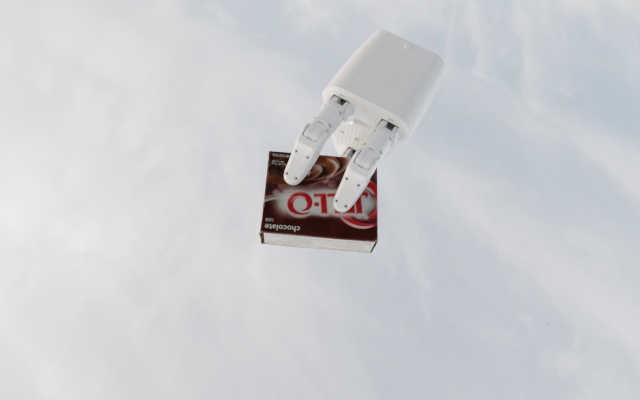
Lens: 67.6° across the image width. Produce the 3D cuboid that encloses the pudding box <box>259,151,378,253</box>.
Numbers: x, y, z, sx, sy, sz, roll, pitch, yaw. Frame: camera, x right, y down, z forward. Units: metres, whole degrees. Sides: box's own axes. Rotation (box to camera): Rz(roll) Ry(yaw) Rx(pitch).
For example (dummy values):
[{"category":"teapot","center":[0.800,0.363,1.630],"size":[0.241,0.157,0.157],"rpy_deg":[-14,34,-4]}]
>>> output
[{"category":"pudding box","center":[0.000,0.002,0.473],"size":[0.113,0.090,0.039],"rpy_deg":[4,-28,-2]}]
